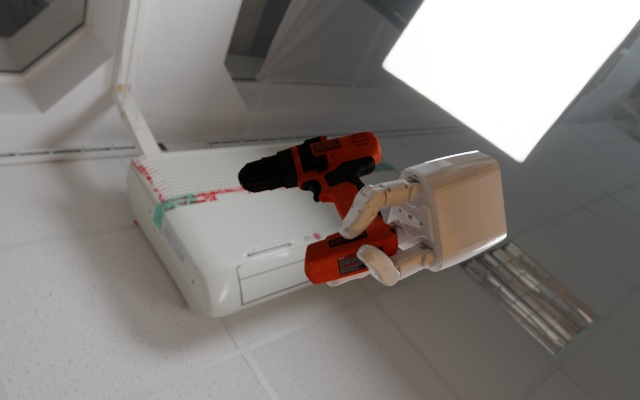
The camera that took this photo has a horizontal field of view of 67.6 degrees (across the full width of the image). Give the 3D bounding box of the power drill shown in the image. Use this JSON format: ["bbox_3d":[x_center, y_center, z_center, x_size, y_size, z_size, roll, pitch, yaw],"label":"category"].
[{"bbox_3d":[0.000,0.002,0.565,0.184,0.187,0.057,-15,-38,-1],"label":"power drill"}]
